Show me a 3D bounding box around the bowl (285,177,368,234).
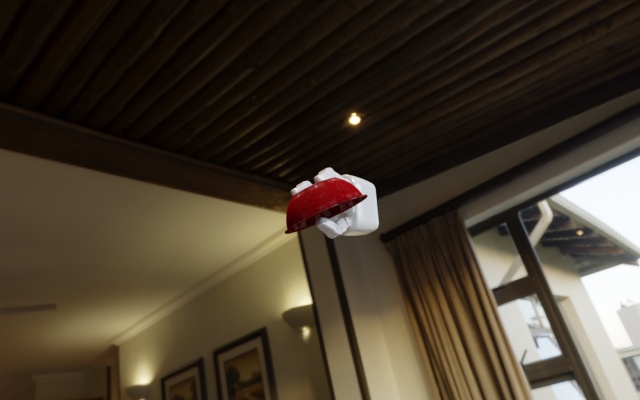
[{"bbox_3d":[0.000,0.002,0.846,0.162,0.055,0.162,-24,-7,-3],"label":"bowl"}]
